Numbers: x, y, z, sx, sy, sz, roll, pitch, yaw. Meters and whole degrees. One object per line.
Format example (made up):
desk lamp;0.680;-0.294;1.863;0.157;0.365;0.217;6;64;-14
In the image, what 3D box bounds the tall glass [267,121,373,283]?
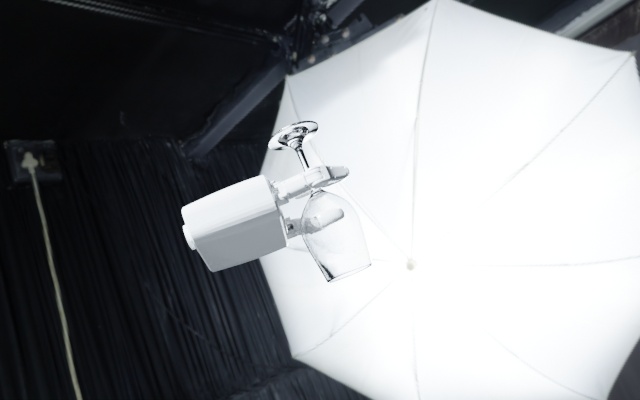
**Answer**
tall glass;0.000;0.001;0.617;0.079;0.201;0.079;-21;-14;-6
